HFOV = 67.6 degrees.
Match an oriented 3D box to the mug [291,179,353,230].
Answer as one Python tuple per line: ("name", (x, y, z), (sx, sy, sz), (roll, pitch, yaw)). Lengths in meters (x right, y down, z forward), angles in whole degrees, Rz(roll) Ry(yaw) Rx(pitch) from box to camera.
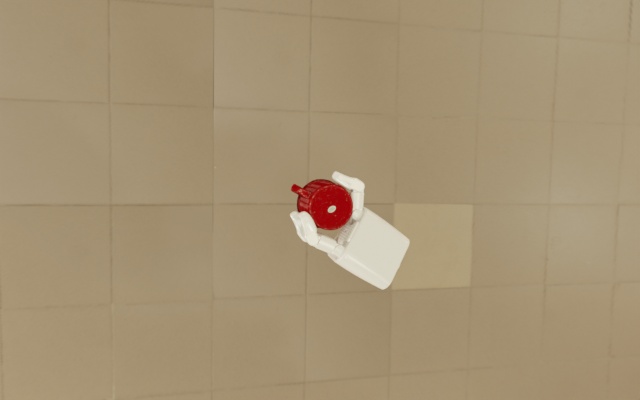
("mug", (-0.001, 0.002, 0.855), (0.117, 0.093, 0.081), (32, -3, -14))
